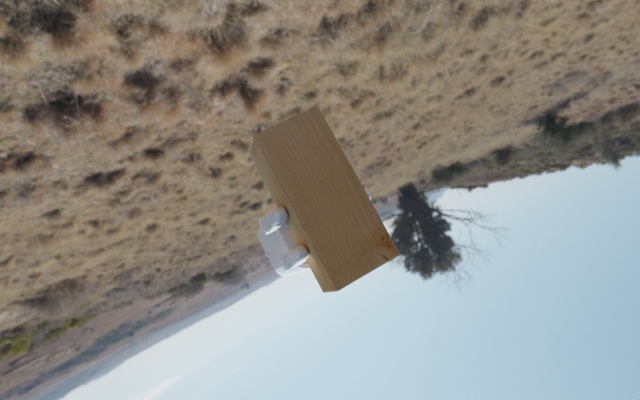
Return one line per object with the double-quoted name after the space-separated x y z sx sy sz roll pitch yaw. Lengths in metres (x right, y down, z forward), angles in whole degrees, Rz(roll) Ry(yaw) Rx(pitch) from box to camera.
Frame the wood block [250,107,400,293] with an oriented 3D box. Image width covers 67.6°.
0.000 0.002 0.601 0.091 0.206 0.090 -27 -5 -16 "wood block"
